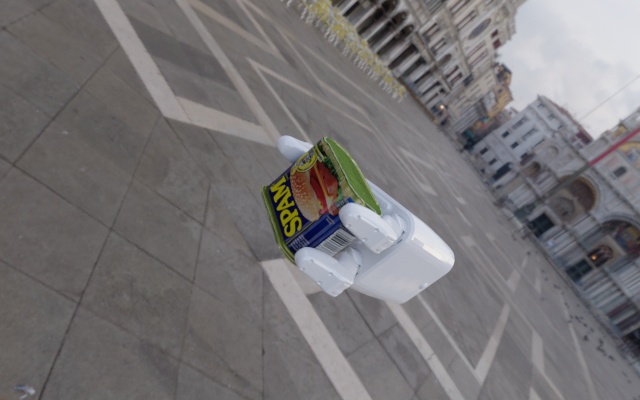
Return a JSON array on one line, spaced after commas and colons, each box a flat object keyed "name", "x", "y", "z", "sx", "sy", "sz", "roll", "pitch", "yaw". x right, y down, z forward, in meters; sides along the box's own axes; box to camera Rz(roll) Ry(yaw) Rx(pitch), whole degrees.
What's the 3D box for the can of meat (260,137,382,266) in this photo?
[{"name": "can of meat", "x": 0.000, "y": 0.001, "z": 0.441, "sx": 0.084, "sy": 0.102, "sz": 0.057, "roll": -40, "pitch": -45, "yaw": 17}]
